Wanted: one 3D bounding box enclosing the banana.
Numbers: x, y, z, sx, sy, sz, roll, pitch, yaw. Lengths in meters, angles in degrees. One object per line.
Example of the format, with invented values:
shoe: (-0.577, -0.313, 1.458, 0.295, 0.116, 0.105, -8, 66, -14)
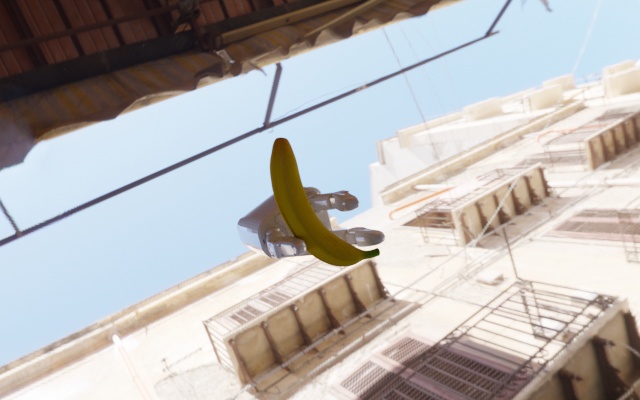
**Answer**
banana: (-0.010, 0.017, 0.580, 0.069, 0.198, 0.037, -46, 20, -16)
